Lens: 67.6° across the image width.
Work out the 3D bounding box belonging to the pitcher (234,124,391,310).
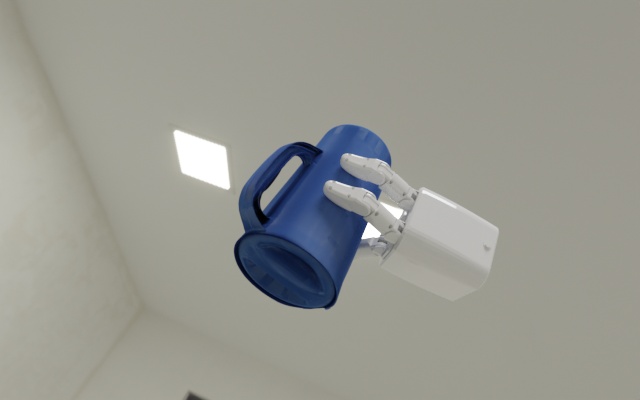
[{"bbox_3d":[0.000,0.002,0.609,0.145,0.242,0.149,25,-39,7],"label":"pitcher"}]
